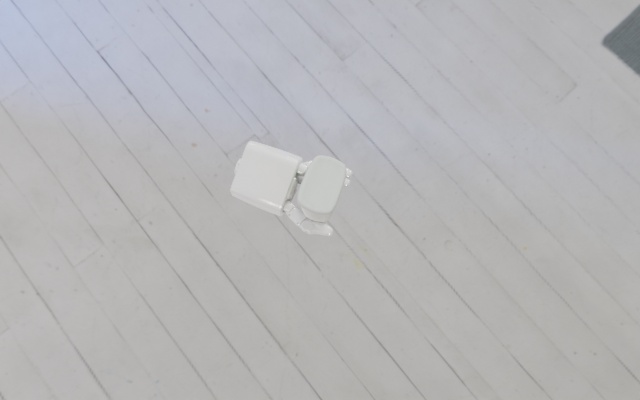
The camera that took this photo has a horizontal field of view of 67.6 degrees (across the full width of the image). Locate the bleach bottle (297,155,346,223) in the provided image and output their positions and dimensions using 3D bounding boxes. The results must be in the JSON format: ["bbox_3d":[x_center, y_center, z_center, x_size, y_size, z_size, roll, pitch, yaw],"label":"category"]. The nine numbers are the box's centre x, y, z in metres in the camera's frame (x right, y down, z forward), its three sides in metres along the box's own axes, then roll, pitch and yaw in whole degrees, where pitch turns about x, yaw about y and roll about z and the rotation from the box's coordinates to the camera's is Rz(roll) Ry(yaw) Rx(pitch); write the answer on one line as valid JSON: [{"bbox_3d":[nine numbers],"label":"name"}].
[{"bbox_3d":[0.000,0.003,0.899,0.068,0.102,0.251,20,-15,3],"label":"bleach bottle"}]
